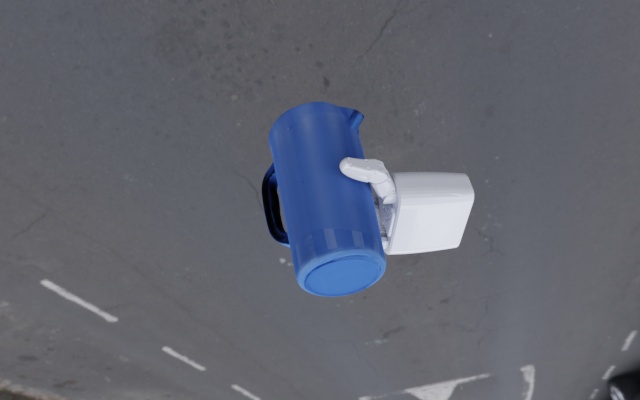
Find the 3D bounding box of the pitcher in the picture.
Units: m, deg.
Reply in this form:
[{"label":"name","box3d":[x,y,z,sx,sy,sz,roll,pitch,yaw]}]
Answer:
[{"label":"pitcher","box3d":[0.000,0.002,0.633,0.145,0.242,0.149,-3,-38,-10]}]
